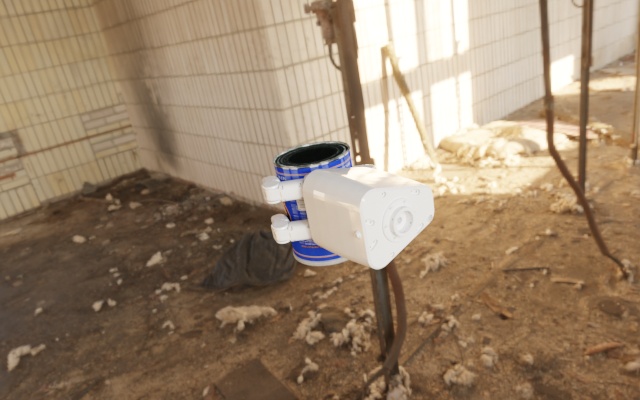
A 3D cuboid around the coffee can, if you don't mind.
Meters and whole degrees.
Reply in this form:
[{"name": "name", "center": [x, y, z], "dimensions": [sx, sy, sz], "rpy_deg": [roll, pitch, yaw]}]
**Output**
[{"name": "coffee can", "center": [0.000, 0.002, 0.643], "dimensions": [0.103, 0.140, 0.102], "rpy_deg": [-10, 22, 4]}]
